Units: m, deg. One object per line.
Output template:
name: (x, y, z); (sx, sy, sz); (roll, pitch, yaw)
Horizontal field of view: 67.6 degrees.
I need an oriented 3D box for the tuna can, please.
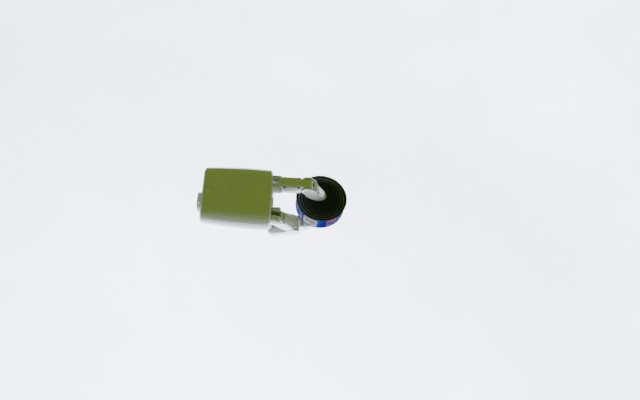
tuna can: (0.000, 0.003, 0.812); (0.086, 0.086, 0.034); (0, -27, -7)
